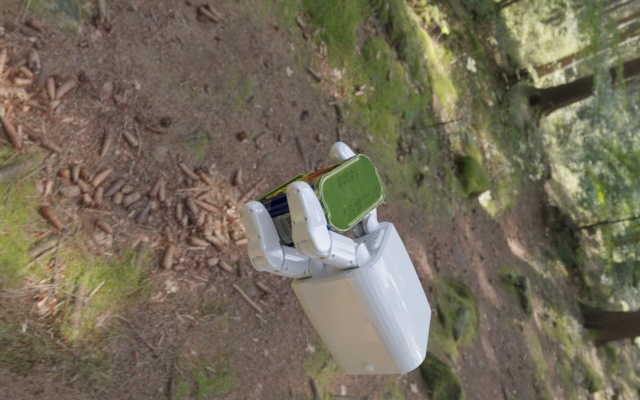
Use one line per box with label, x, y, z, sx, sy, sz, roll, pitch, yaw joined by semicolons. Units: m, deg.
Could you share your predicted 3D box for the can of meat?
can of meat;0.000;0.001;0.444;0.084;0.057;0.102;-19;10;39
